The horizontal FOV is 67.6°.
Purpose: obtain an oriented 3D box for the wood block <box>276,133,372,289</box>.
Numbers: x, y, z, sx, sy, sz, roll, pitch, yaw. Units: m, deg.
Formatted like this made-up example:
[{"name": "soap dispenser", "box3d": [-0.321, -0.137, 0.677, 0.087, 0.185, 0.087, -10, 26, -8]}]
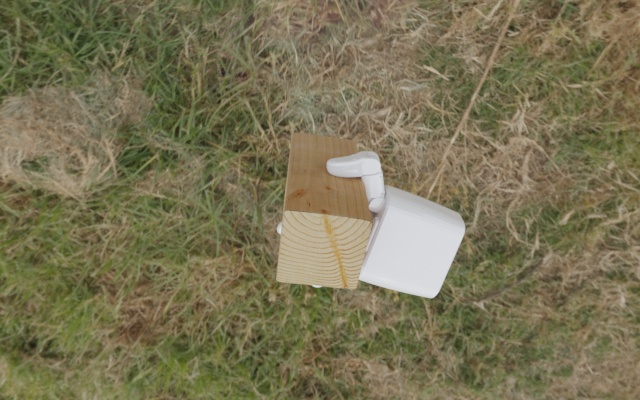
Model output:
[{"name": "wood block", "box3d": [0.001, 0.002, 0.576, 0.090, 0.091, 0.206, 7, 29, -5]}]
